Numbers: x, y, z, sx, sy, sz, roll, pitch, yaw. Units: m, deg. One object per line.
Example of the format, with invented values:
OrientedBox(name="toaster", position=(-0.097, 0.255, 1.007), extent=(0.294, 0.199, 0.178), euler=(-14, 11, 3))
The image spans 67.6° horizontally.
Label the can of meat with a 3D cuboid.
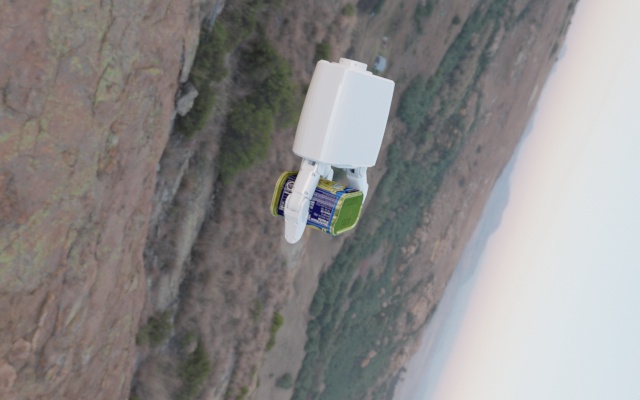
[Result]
OrientedBox(name="can of meat", position=(0.000, 0.002, 0.596), extent=(0.084, 0.057, 0.102), euler=(20, 12, 19))
